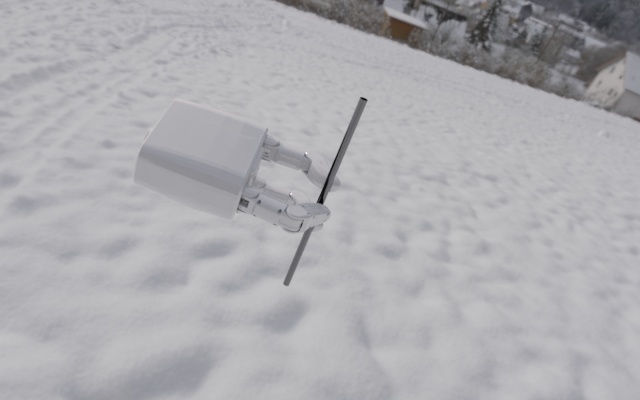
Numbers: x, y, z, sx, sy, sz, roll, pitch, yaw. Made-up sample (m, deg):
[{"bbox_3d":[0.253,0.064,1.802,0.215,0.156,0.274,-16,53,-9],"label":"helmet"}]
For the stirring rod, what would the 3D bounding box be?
[{"bbox_3d":[0.000,0.002,0.506,0.011,0.240,0.011,17,30,-10],"label":"stirring rod"}]
